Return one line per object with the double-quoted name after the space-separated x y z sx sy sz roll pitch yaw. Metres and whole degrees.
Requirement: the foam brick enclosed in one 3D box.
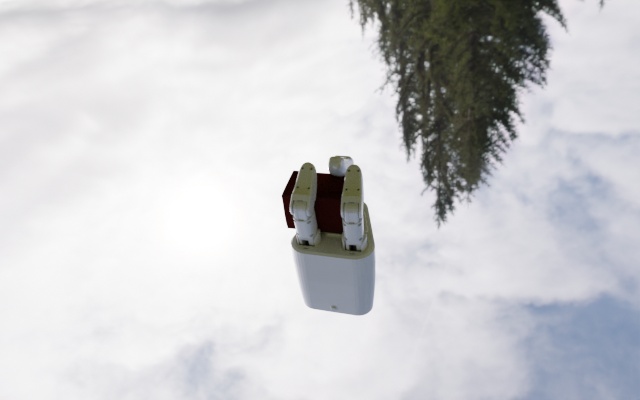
0.000 0.002 0.561 0.078 0.051 0.053 6 39 15 "foam brick"
